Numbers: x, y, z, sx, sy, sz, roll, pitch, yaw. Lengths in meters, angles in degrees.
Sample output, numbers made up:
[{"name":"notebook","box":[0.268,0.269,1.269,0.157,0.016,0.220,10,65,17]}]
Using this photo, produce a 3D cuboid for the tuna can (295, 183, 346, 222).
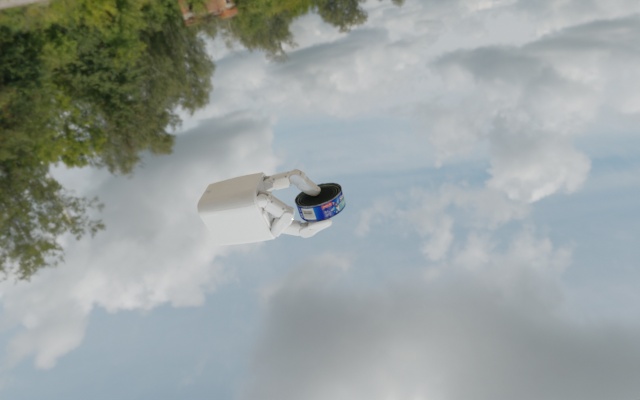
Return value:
[{"name":"tuna can","box":[0.000,0.003,0.840,0.086,0.034,0.086,-15,24,7]}]
